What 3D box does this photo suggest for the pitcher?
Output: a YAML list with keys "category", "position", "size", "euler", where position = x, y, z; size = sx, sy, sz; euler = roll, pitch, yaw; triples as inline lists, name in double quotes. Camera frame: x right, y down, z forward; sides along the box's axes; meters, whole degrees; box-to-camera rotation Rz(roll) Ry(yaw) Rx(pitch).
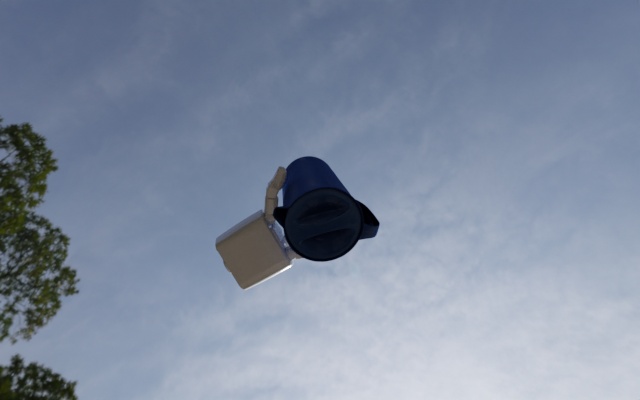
- category: "pitcher"
  position: [0.000, 0.003, 0.883]
  size: [0.145, 0.149, 0.242]
  euler: [-32, 22, 5]
